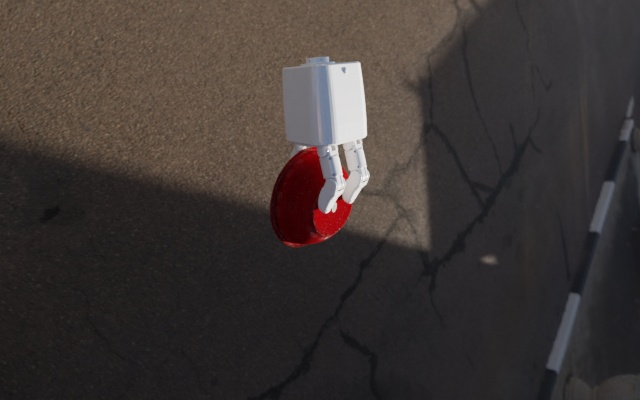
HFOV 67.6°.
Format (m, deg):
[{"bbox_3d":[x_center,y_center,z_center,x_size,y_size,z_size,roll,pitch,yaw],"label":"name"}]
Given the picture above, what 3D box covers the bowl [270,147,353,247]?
[{"bbox_3d":[0.001,0.004,0.725,0.055,0.162,0.162,20,13,38],"label":"bowl"}]
